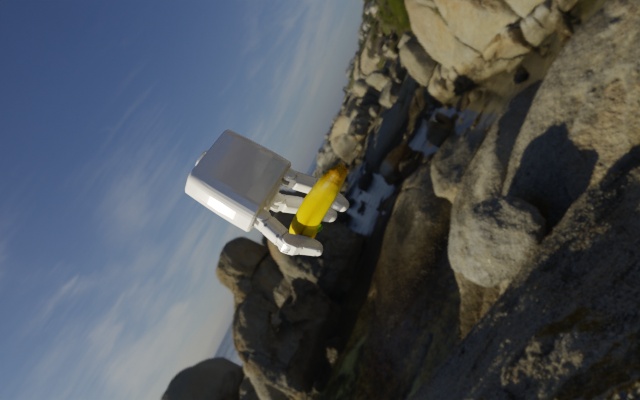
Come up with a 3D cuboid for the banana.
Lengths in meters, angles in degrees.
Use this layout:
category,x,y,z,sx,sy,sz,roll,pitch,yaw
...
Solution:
category,x,y,z,sx,sy,sz,roll,pitch,yaw
banana,-0.010,0.017,0.654,0.037,0.069,0.198,34,-27,5
